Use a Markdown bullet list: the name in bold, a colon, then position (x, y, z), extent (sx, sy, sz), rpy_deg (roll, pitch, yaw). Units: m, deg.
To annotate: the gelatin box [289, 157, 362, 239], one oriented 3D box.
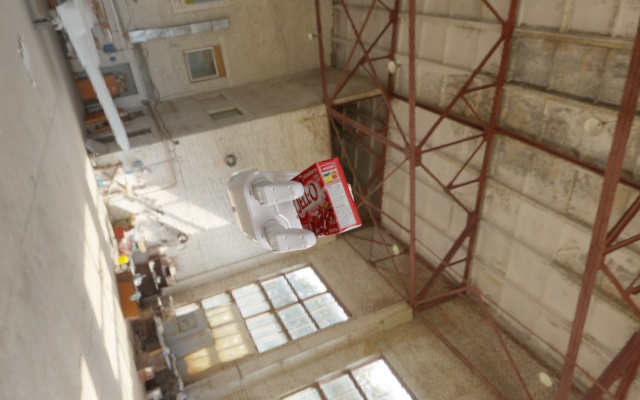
- **gelatin box**: position (0.001, 0.001, 0.506), extent (0.030, 0.073, 0.089), rpy_deg (-18, -2, -27)
